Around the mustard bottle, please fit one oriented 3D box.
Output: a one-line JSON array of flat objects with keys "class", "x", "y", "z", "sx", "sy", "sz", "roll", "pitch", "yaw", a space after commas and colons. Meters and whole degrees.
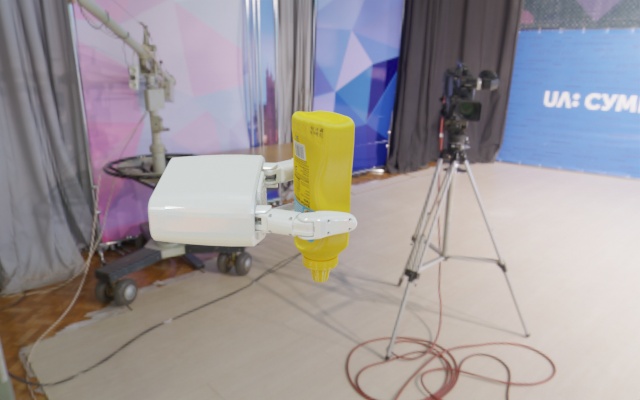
[{"class": "mustard bottle", "x": 0.000, "y": 0.001, "z": 0.529, "sx": 0.058, "sy": 0.192, "sz": 0.096, "roll": -7, "pitch": 20, "yaw": -23}]
